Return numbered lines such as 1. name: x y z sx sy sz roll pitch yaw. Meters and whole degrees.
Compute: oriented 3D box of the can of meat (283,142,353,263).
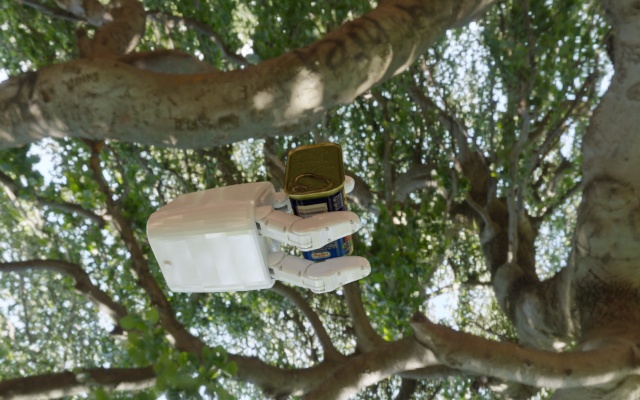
1. can of meat: 0.000 0.002 0.482 0.057 0.084 0.102 -8 32 4
